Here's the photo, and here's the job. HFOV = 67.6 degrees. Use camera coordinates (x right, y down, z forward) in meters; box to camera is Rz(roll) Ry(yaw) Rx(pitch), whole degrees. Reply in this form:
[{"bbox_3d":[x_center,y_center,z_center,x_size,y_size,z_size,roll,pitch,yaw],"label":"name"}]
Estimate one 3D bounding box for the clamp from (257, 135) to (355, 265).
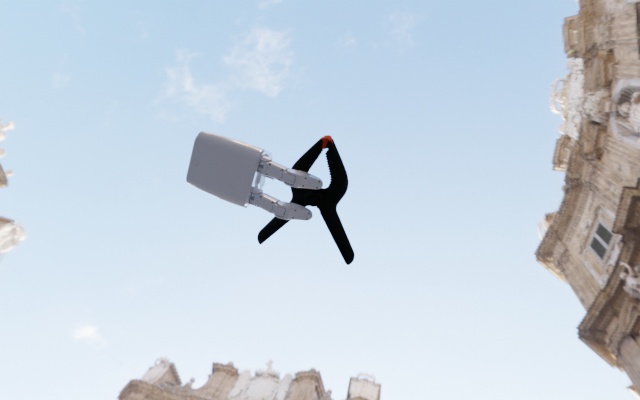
[{"bbox_3d":[0.000,0.002,0.767,0.164,0.210,0.036,19,19,1],"label":"clamp"}]
